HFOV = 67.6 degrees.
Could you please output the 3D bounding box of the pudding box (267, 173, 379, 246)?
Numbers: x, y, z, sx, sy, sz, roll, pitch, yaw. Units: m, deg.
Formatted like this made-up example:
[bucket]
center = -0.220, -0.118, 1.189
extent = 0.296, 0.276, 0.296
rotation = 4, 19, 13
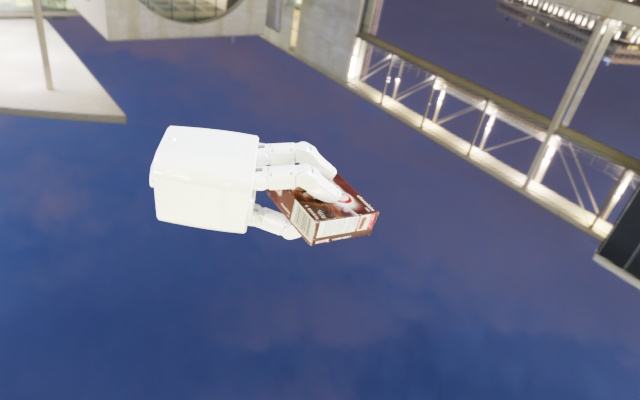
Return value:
[pudding box]
center = 0.000, 0.002, 0.575
extent = 0.090, 0.039, 0.113
rotation = -8, 40, -33
